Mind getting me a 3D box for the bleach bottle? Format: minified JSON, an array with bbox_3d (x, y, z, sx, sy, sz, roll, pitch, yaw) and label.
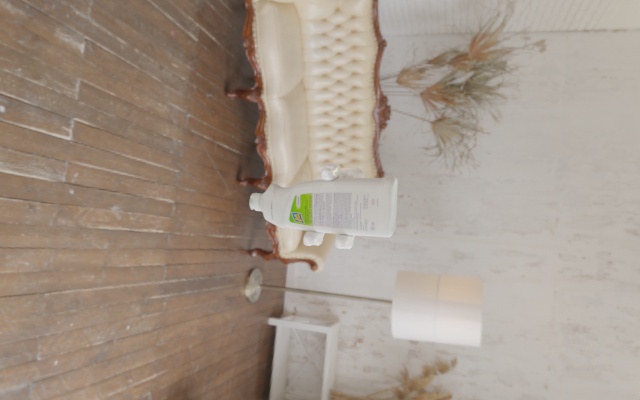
[{"bbox_3d":[0.000,0.003,0.810,0.251,0.102,0.068,4,11,16],"label":"bleach bottle"}]
